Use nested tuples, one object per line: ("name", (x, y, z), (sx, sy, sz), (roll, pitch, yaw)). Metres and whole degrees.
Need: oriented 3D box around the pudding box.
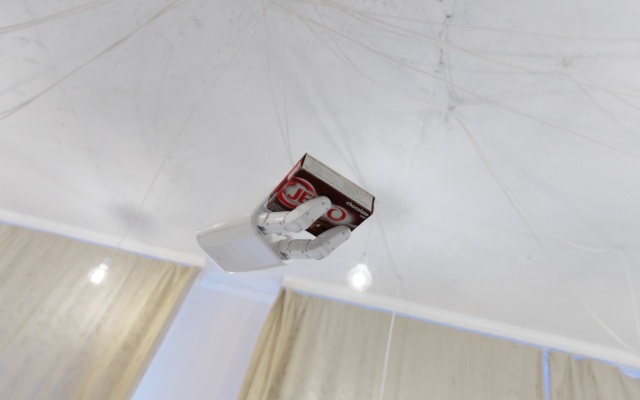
("pudding box", (0.000, 0.002, 0.620), (0.113, 0.039, 0.090), (30, -46, -16))
